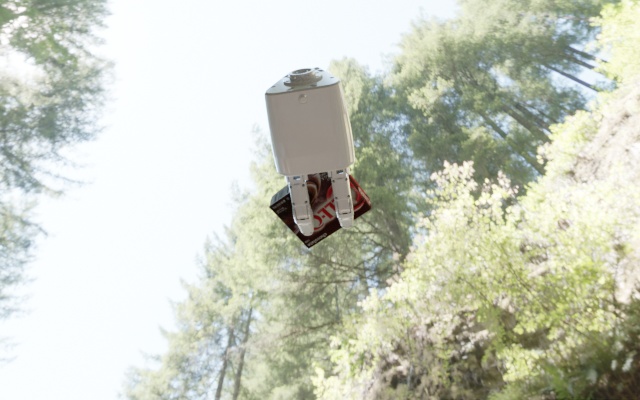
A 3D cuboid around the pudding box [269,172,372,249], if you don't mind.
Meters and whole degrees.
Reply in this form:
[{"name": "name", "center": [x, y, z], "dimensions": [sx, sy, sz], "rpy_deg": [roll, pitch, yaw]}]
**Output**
[{"name": "pudding box", "center": [0.000, 0.002, 0.661], "dimensions": [0.113, 0.090, 0.039], "rpy_deg": [-33, 25, 18]}]
